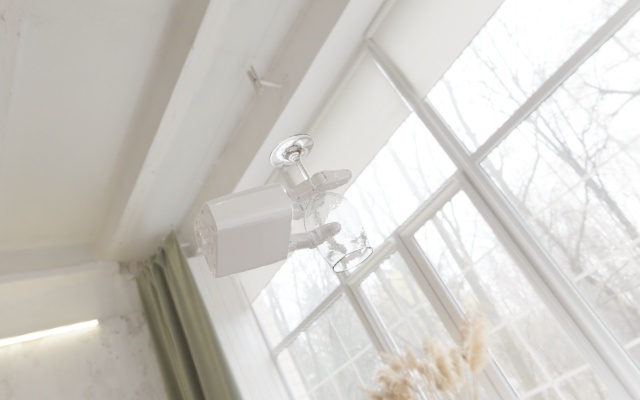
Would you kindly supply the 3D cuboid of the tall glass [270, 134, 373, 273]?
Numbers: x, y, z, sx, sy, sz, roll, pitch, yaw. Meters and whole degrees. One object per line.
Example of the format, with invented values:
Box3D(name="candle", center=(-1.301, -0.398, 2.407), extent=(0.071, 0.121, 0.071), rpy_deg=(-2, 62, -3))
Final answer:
Box3D(name="tall glass", center=(0.000, 0.002, 0.683), extent=(0.079, 0.201, 0.079), rpy_deg=(-24, -27, -13))
